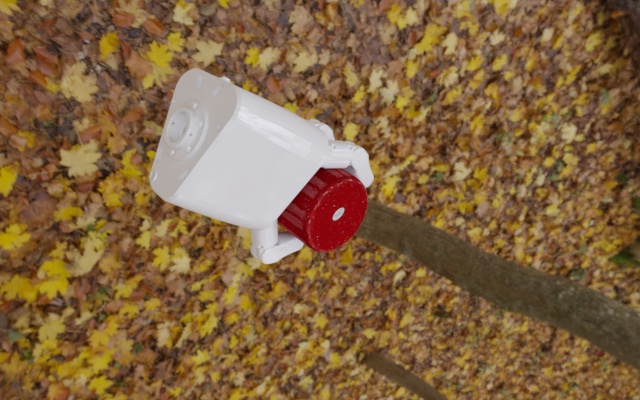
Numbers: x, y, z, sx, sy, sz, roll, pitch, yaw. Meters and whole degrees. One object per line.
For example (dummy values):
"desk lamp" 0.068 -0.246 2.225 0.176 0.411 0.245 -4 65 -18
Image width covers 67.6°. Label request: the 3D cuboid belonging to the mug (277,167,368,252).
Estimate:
"mug" 0.001 0.002 0.491 0.081 0.093 0.117 33 9 40
